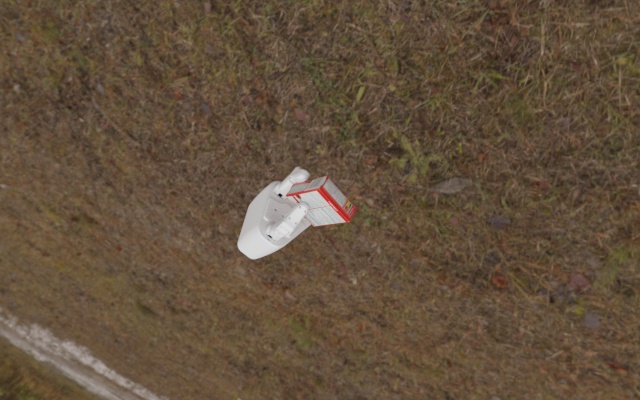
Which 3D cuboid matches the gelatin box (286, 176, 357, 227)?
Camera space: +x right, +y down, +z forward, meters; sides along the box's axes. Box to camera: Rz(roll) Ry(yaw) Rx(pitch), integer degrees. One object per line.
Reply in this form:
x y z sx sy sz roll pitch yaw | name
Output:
0.000 0.003 0.722 0.073 0.030 0.089 47 -32 -23 | gelatin box
